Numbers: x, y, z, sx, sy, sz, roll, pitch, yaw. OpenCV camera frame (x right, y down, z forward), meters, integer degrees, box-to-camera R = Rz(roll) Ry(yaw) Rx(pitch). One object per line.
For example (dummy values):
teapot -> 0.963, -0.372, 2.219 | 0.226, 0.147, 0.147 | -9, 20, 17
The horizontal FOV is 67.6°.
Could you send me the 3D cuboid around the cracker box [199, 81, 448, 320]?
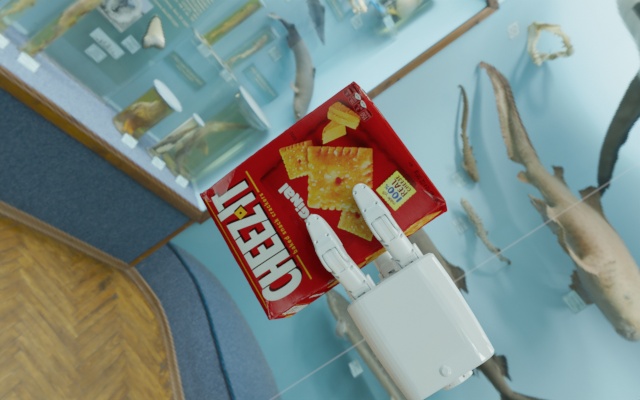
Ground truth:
cracker box -> 0.000, 0.002, 0.514 | 0.214, 0.164, 0.072 | -35, -17, 7
